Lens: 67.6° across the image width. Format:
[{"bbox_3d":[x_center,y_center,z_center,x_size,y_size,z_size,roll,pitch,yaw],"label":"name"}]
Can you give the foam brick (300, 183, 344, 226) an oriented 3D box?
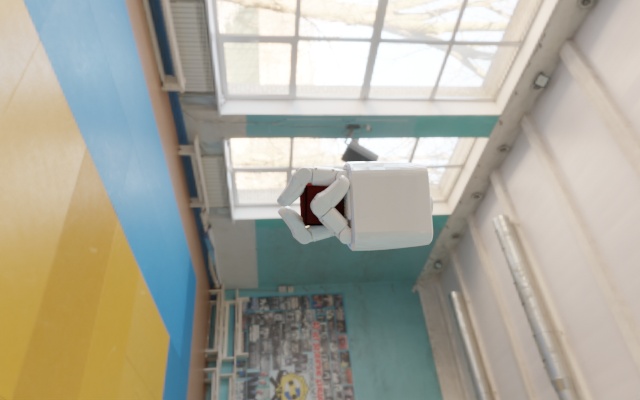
[{"bbox_3d":[0.000,0.002,0.651,0.051,0.053,0.078,-2,10,-7],"label":"foam brick"}]
